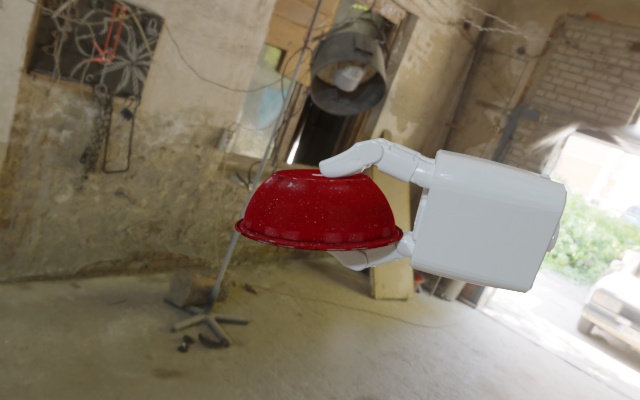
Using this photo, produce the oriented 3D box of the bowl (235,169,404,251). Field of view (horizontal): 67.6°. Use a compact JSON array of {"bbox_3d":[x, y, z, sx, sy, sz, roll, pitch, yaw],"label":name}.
[{"bbox_3d":[-0.001,0.001,0.458,0.162,0.055,0.162,2,9,0],"label":"bowl"}]
